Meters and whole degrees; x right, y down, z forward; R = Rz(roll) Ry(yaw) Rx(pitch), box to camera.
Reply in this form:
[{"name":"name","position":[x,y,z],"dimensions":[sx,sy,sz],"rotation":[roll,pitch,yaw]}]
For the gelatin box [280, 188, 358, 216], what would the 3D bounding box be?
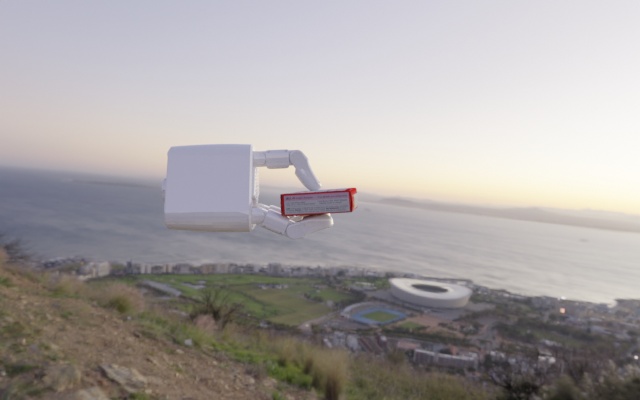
[{"name":"gelatin box","position":[0.000,0.002,0.607],"dimensions":[0.089,0.030,0.073],"rotation":[-4,3,10]}]
